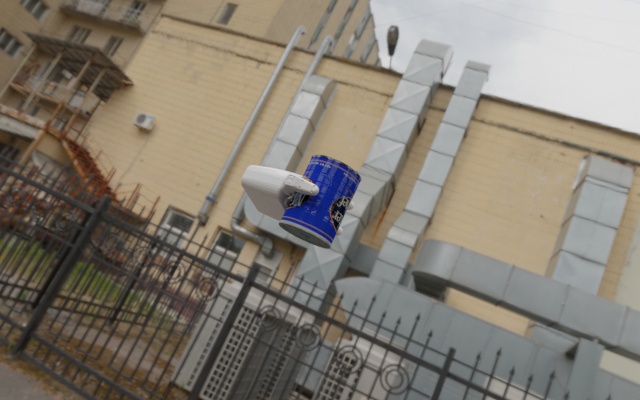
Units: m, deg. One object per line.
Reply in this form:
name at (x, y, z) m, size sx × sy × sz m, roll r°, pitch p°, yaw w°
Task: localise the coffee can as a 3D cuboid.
coffee can at (0.000, 0.003, 0.867) m, size 0.103 × 0.140 × 0.103 m, roll 24°, pitch -13°, yaw 6°
